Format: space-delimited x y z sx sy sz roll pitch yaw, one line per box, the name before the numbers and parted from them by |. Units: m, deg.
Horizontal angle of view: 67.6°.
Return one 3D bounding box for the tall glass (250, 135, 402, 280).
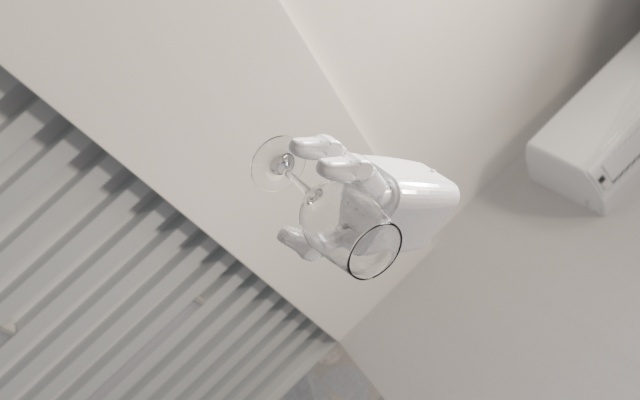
tall glass | 0.000 0.001 0.507 0.079 0.079 0.201 0 27 -35
